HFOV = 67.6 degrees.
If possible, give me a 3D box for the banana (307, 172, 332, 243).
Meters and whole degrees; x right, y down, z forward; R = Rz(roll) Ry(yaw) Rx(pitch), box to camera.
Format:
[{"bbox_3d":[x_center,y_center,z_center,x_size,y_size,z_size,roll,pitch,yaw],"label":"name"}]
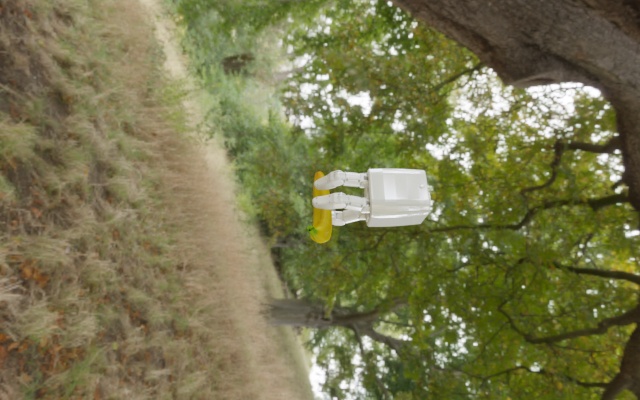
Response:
[{"bbox_3d":[0.002,0.020,0.891,0.037,0.070,0.197,-4,32,5],"label":"banana"}]
